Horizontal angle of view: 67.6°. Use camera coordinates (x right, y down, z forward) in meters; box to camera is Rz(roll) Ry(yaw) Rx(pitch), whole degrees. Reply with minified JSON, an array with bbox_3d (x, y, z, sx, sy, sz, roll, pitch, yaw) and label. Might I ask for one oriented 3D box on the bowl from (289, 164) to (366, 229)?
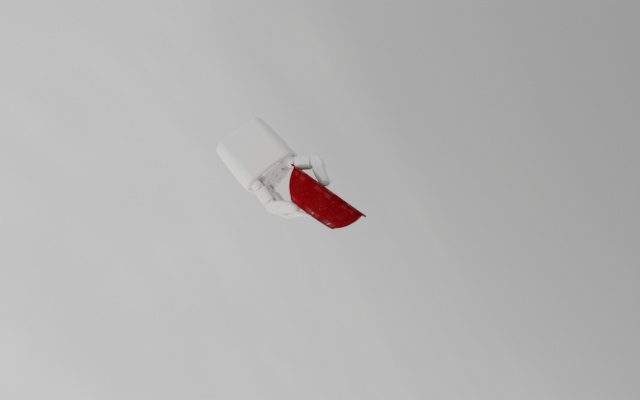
[{"bbox_3d":[0.001,0.004,0.839,0.162,0.055,0.162,35,1,-1],"label":"bowl"}]
